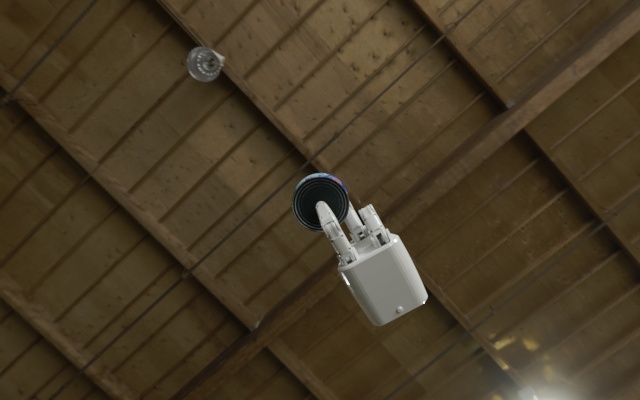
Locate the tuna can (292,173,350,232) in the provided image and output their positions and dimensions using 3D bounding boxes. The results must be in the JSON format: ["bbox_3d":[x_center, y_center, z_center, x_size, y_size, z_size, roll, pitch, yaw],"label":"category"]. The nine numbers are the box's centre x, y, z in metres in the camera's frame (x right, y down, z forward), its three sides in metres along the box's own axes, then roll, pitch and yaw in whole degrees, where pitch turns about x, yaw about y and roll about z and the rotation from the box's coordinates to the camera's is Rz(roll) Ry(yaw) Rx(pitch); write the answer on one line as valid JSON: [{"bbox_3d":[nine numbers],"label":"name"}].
[{"bbox_3d":[0.000,0.002,0.720,0.086,0.086,0.033,0,15,0],"label":"tuna can"}]
